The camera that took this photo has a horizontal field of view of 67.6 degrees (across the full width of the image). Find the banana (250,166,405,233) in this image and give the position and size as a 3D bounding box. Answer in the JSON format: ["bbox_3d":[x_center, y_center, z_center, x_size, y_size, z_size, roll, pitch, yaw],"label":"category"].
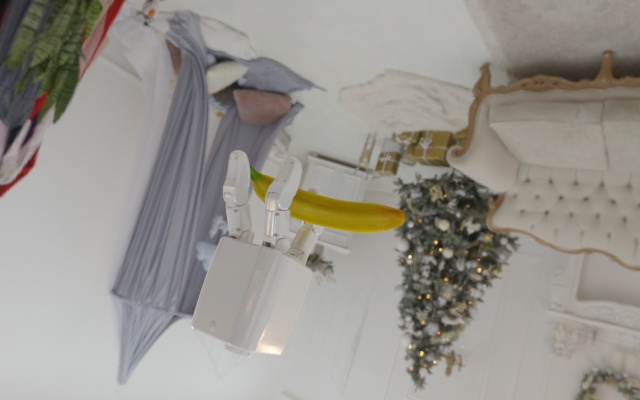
[{"bbox_3d":[0.000,0.007,0.548,0.198,0.037,0.070,16,-16,16],"label":"banana"}]
